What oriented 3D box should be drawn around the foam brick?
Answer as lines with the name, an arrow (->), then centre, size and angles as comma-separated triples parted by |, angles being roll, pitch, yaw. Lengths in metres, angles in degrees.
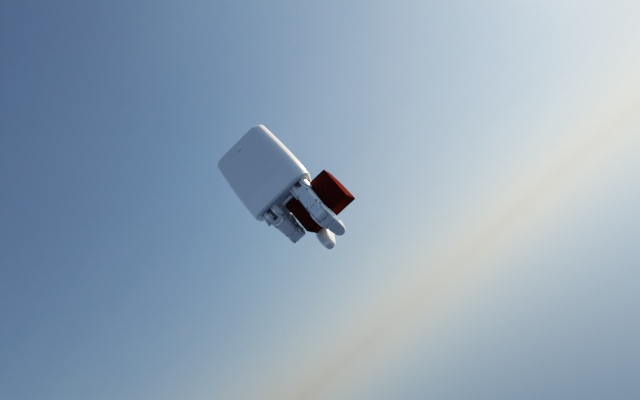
foam brick -> 0.000, 0.002, 0.681 | 0.078, 0.051, 0.053 | -43, -16, 8
